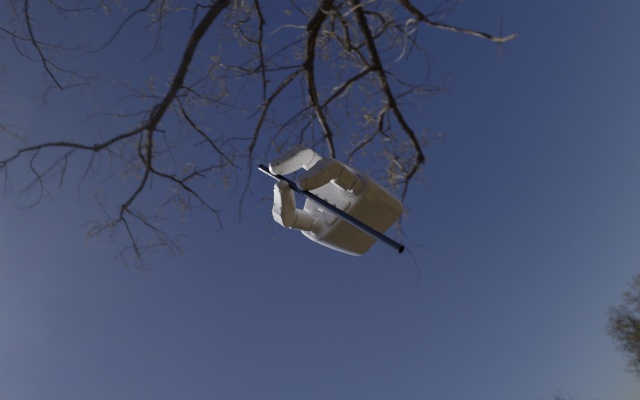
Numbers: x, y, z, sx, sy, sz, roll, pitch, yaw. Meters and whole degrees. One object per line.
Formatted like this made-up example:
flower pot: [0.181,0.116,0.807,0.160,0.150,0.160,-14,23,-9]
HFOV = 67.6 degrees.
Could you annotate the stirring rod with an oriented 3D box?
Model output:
stirring rod: [0.000,0.002,0.535,0.011,0.011,0.239,0,22,-44]
